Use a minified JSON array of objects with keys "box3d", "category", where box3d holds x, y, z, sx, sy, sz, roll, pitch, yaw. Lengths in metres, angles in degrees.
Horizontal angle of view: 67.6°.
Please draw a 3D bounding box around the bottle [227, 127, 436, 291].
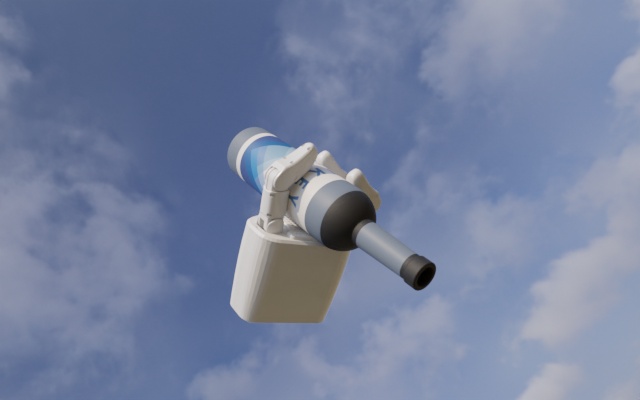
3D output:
[{"box3d":[0.000,0.001,0.497,0.069,0.069,0.295,0,25,-41],"category":"bottle"}]
